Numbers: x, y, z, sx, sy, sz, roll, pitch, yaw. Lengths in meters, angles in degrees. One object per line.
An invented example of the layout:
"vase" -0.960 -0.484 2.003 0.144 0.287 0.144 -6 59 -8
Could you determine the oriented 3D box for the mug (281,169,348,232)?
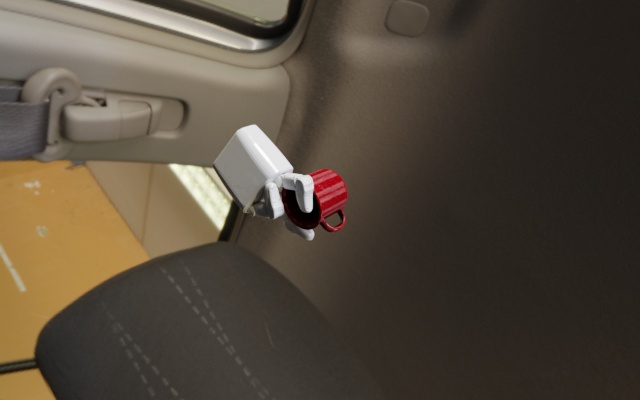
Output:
"mug" 0.001 0.004 0.826 0.081 0.117 0.093 -26 -18 -43
